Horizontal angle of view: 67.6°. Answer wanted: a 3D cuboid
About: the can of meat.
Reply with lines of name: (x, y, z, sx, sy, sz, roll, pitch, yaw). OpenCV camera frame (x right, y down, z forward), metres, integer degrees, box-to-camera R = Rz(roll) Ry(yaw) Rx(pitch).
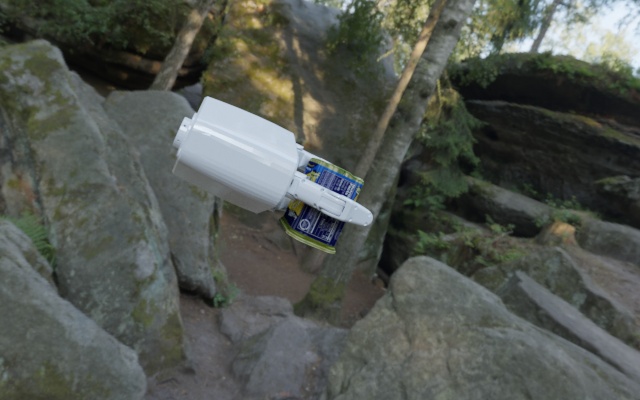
can of meat: (0.000, 0.001, 0.525, 0.057, 0.084, 0.102, 24, 3, -13)
